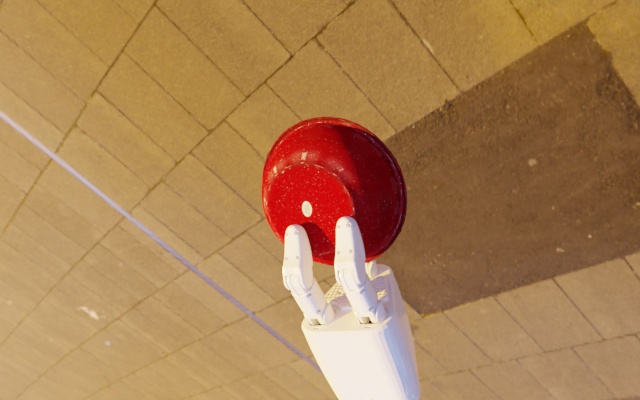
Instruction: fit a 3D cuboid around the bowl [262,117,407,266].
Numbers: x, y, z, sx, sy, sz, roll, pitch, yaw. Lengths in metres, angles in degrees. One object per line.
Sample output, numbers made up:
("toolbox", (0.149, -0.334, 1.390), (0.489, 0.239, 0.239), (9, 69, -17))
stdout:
("bowl", (-0.001, 0.000, 0.471), (0.162, 0.162, 0.055), (0, 17, 25))
